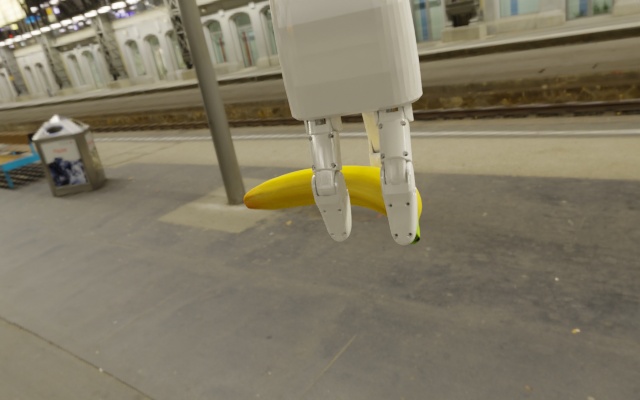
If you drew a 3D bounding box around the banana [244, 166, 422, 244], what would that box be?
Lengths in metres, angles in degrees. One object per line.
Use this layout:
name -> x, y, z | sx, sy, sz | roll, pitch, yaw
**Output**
banana -> 0.014, -0.007, 0.435 | 0.198, 0.037, 0.069 | 8, 33, 40
